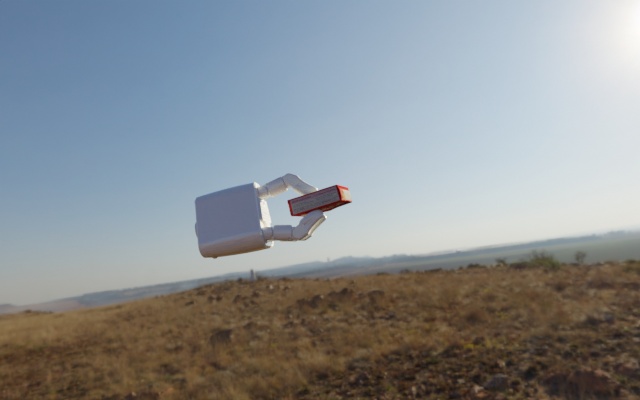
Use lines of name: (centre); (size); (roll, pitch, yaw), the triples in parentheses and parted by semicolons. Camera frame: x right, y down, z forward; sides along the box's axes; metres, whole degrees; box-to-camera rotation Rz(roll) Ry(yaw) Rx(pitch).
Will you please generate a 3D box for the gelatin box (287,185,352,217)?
gelatin box: (0.000, 0.002, 0.783); (0.089, 0.030, 0.073); (-18, -8, 15)
